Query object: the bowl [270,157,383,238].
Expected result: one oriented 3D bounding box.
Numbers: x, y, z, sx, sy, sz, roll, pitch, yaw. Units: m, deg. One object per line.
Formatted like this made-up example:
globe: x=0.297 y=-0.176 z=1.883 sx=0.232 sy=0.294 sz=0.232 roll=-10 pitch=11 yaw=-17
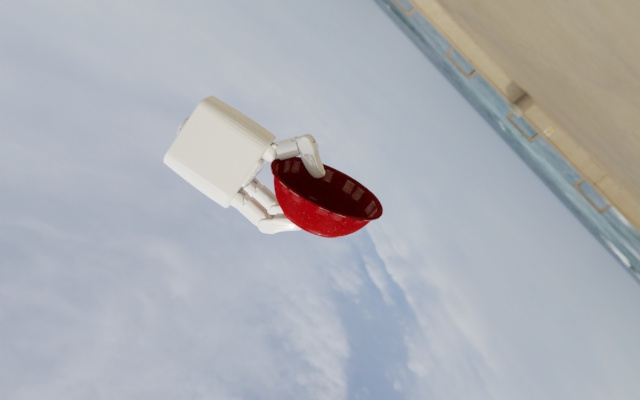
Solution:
bowl: x=0.001 y=0.003 z=0.640 sx=0.162 sy=0.055 sz=0.162 roll=21 pitch=22 yaw=-9
